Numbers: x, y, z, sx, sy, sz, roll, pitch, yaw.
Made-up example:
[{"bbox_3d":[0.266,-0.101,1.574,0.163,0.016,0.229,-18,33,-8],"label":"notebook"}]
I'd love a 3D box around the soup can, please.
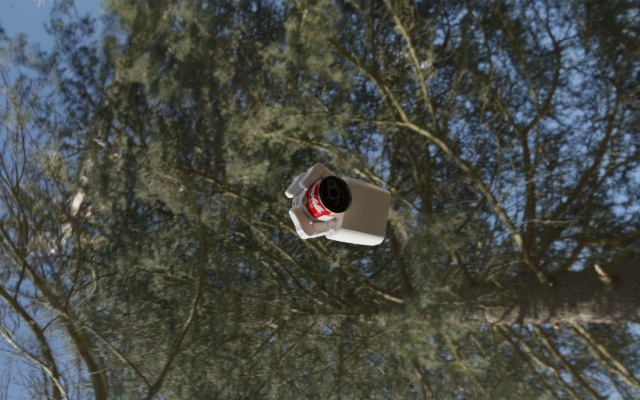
[{"bbox_3d":[0.000,0.003,0.852,0.068,0.068,0.102,0,-15,-32],"label":"soup can"}]
